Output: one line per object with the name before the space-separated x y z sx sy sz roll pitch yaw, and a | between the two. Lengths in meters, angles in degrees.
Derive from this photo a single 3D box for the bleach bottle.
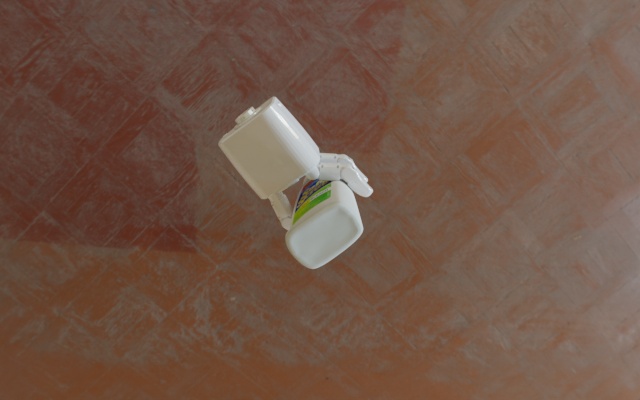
bleach bottle | 0.000 0.002 0.723 0.102 0.068 0.250 -36 18 10
